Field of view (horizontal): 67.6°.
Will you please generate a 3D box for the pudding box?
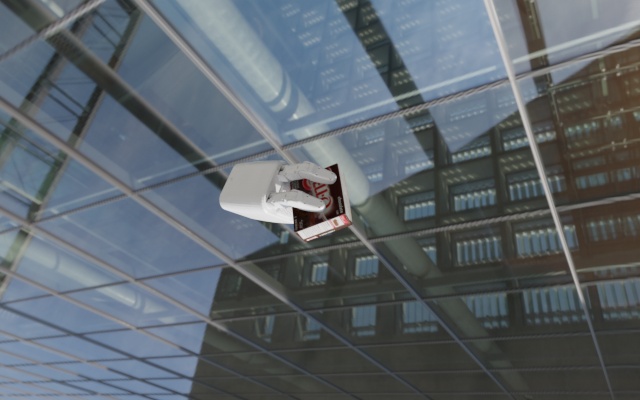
[{"bbox_3d":[0.000,0.003,0.779,0.090,0.113,0.039,-22,-40,16],"label":"pudding box"}]
